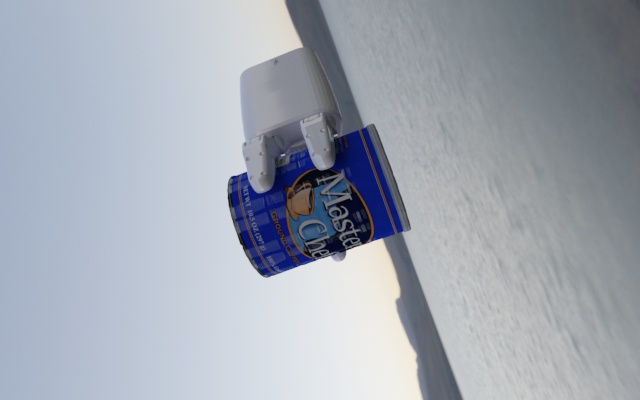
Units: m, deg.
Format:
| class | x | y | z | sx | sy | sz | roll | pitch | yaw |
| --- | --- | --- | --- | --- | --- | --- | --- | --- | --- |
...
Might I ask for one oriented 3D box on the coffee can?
| class | x | y | z | sx | sy | sz | roll | pitch | yaw |
| --- | --- | --- | --- | --- | --- | --- | --- | --- | --- |
| coffee can | 0.000 | 0.002 | 0.442 | 0.140 | 0.103 | 0.103 | -20 | -3 | 7 |
